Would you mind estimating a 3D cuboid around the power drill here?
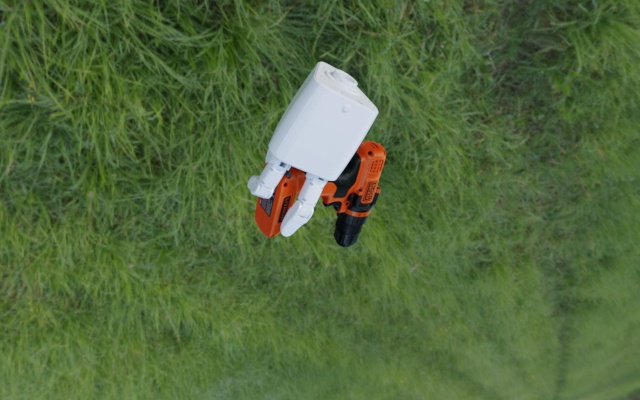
[{"bbox_3d":[0.000,0.002,0.702,0.187,0.184,0.057,-8,35,-34],"label":"power drill"}]
